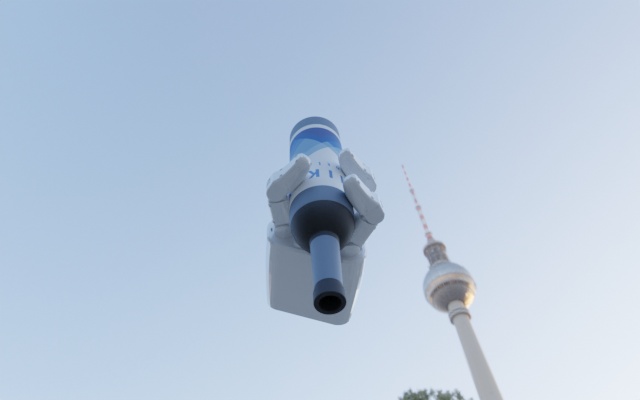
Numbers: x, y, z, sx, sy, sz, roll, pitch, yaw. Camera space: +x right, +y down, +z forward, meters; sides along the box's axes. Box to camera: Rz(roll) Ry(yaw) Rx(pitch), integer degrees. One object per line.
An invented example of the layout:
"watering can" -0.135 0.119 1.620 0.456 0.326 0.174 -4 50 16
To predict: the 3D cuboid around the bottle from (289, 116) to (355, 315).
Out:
"bottle" 0.000 0.001 0.511 0.069 0.069 0.295 0 34 -4
